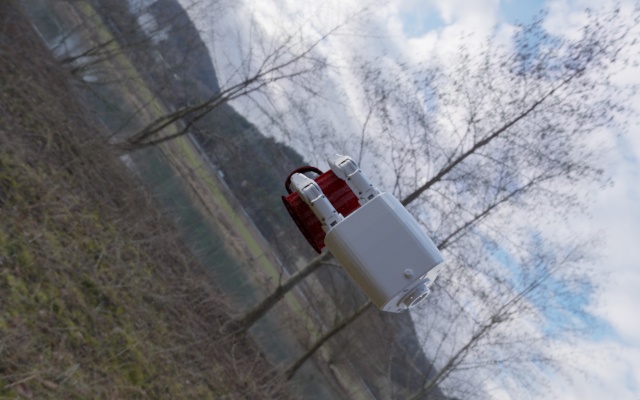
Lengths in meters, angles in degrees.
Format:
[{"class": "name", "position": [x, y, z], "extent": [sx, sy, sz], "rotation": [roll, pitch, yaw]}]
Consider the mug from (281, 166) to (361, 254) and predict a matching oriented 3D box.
[{"class": "mug", "position": [-0.001, 0.001, 0.639], "extent": [0.081, 0.117, 0.093], "rotation": [-34, -24, -9]}]
